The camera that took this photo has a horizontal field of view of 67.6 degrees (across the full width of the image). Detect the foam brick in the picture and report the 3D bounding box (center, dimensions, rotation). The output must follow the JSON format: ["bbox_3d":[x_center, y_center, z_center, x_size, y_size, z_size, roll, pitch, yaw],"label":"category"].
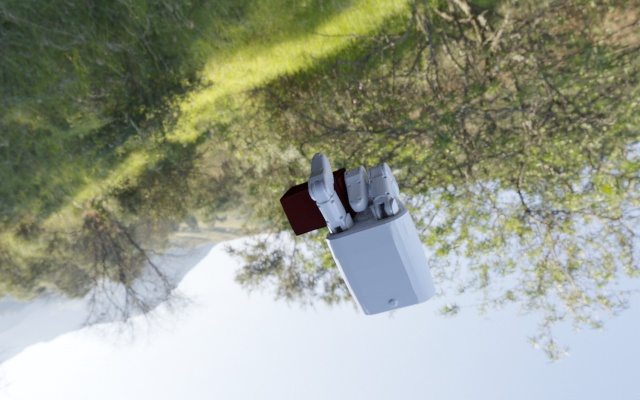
[{"bbox_3d":[0.000,0.002,0.575,0.078,0.051,0.053,-19,13,21],"label":"foam brick"}]
